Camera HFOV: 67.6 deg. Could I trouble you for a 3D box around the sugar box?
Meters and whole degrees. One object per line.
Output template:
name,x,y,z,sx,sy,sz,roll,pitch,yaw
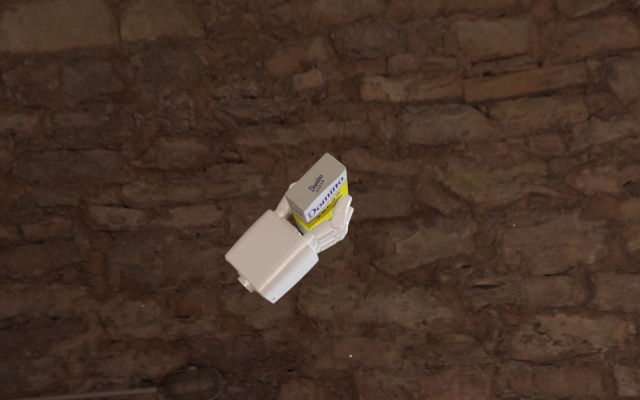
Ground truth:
sugar box,0.000,0.003,0.764,0.048,0.093,0.176,41,-11,15
